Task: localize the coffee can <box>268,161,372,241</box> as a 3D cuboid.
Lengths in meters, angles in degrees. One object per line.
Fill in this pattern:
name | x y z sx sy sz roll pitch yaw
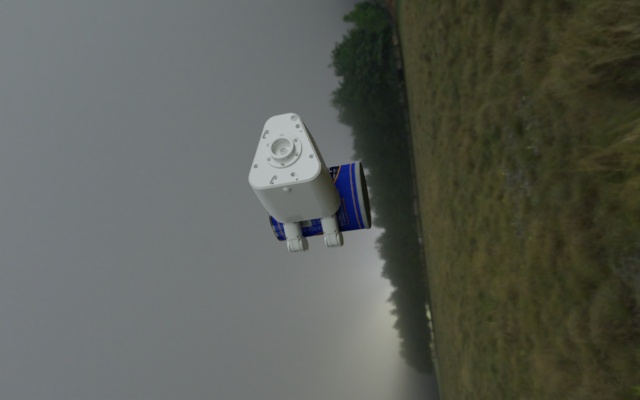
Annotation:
coffee can | 0.000 0.002 0.728 0.140 0.103 0.103 -9 -2 10
